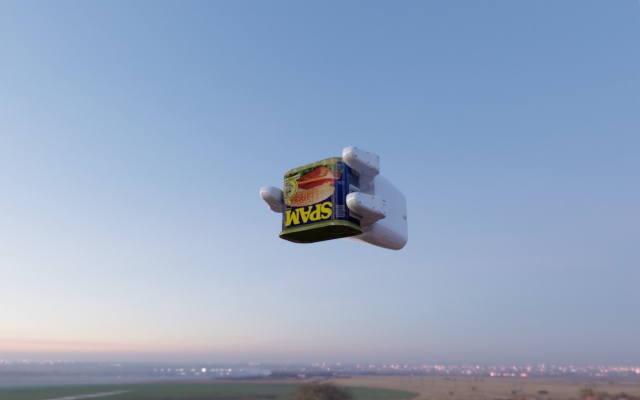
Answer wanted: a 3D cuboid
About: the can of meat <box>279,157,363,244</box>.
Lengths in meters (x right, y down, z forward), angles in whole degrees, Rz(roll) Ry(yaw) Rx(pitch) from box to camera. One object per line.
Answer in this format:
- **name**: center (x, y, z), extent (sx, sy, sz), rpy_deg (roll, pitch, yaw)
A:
- **can of meat**: center (0.000, 0.002, 0.580), extent (0.102, 0.084, 0.057), rpy_deg (-13, -23, 35)
